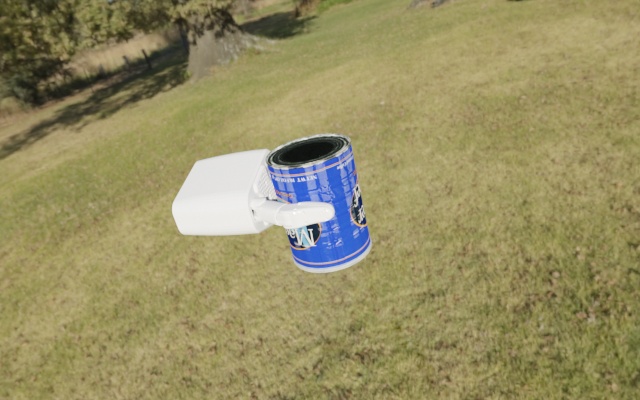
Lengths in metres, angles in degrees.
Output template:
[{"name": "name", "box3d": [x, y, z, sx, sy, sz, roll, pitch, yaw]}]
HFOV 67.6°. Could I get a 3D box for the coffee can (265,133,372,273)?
[{"name": "coffee can", "box3d": [0.000, 0.002, 0.583, 0.103, 0.140, 0.102, -11, 24, 5]}]
